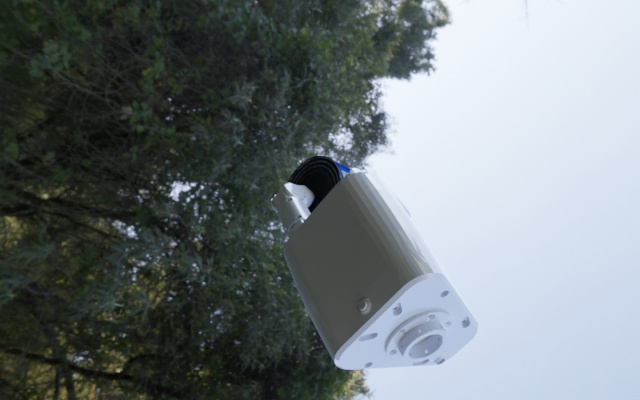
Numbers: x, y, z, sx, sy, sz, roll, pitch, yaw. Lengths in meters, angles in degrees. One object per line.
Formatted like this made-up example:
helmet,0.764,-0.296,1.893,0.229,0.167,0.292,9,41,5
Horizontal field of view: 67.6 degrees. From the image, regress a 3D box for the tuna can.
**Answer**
tuna can,0.000,0.002,0.470,0.034,0.086,0.086,22,-15,-39
